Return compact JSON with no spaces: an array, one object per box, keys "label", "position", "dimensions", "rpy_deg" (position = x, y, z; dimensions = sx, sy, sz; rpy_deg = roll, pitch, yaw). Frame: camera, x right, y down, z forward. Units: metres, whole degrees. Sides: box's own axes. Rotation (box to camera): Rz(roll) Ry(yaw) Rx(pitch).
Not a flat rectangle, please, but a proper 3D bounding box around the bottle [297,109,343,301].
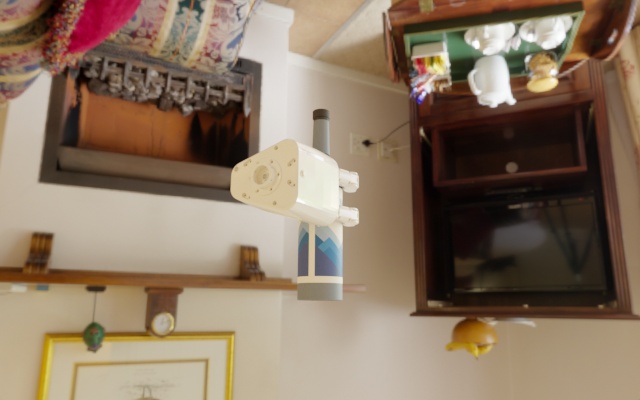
[{"label":"bottle","position":[0.000,0.003,0.729],"dimensions":[0.069,0.295,0.069],"rpy_deg":[0,-12,0]}]
